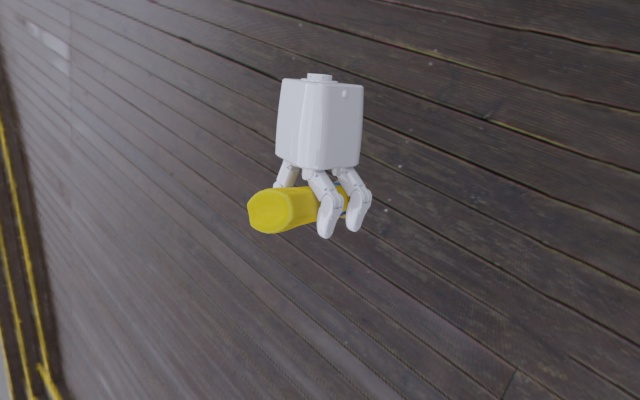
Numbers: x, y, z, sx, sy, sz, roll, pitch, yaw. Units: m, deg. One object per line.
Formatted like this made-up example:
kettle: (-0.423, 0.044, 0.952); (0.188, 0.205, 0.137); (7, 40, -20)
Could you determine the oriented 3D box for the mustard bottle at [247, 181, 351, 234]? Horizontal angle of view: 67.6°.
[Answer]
mustard bottle: (0.000, 0.003, 0.670); (0.191, 0.058, 0.096); (-10, -2, -43)
